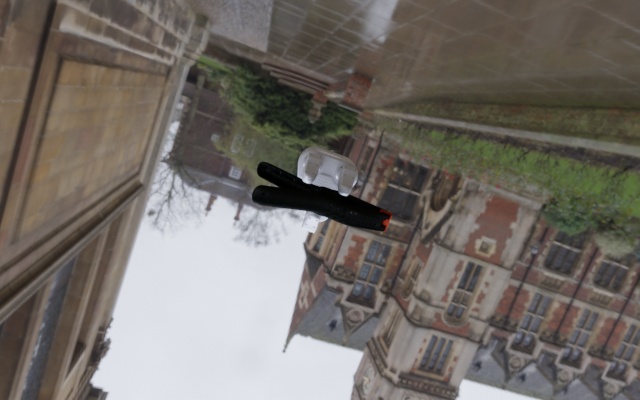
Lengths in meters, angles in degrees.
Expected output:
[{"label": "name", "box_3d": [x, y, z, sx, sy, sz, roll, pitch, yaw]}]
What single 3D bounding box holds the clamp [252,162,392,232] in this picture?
[{"label": "clamp", "box_3d": [0.000, 0.003, 0.665, 0.210, 0.036, 0.164, 20, 15, -3]}]
